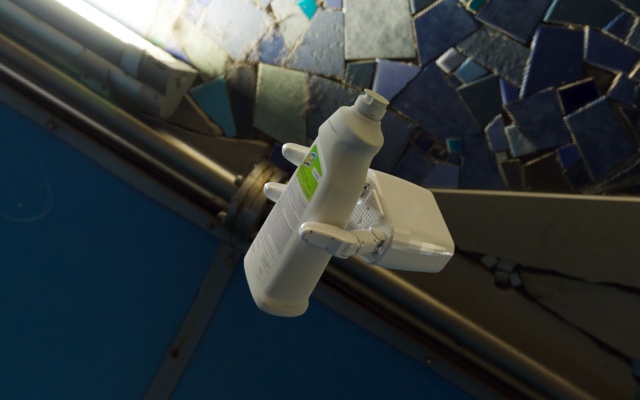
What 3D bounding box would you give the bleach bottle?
[{"bbox_3d":[0.000,0.002,0.512,0.068,0.251,0.102,14,29,-32],"label":"bleach bottle"}]
